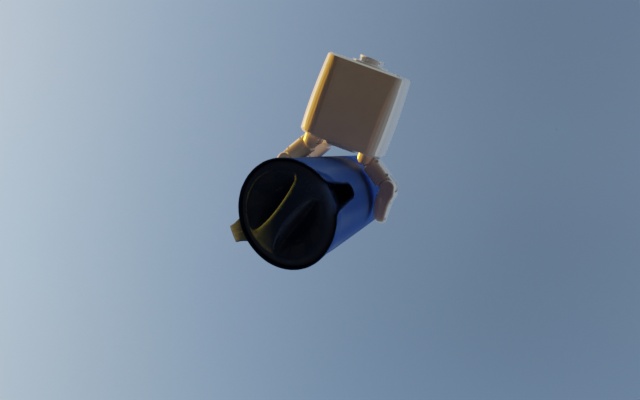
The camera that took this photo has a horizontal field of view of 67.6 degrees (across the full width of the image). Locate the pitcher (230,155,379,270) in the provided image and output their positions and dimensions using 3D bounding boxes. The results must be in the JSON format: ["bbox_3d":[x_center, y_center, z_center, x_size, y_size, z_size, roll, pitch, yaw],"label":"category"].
[{"bbox_3d":[0.000,0.002,0.658,0.149,0.145,0.243,27,19,20],"label":"pitcher"}]
